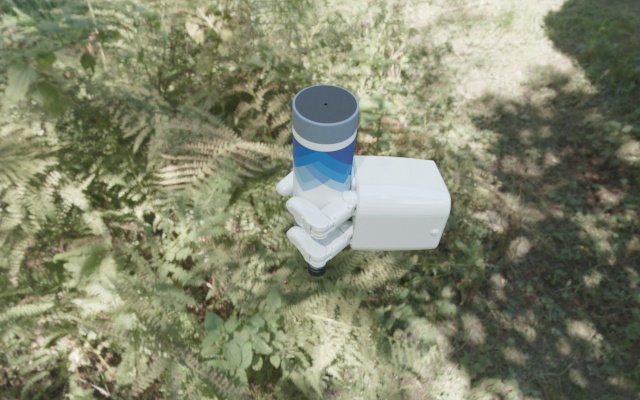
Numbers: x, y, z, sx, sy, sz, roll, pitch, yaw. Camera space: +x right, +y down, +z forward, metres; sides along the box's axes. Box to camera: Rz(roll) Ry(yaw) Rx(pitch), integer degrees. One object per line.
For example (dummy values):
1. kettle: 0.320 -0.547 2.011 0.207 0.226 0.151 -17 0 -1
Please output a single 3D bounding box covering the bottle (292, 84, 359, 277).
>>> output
1. bottle: 0.000 0.002 0.581 0.069 0.069 0.296 0 -41 -3
